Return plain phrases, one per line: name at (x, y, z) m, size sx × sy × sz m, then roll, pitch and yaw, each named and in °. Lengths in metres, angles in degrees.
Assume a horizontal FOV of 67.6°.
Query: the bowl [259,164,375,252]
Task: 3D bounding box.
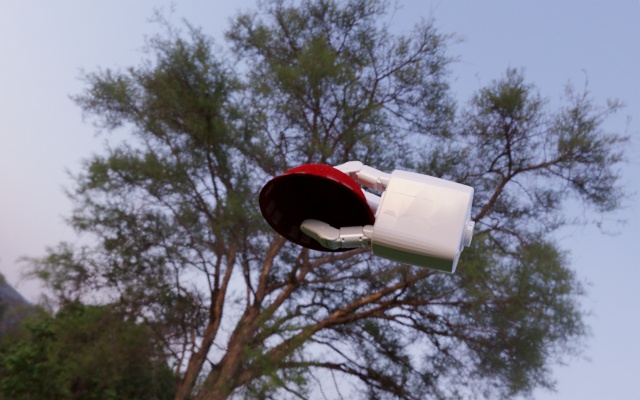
bowl at (-0.001, 0.001, 0.654) m, size 0.162 × 0.055 × 0.162 m, roll 10°, pitch -40°, yaw 9°
